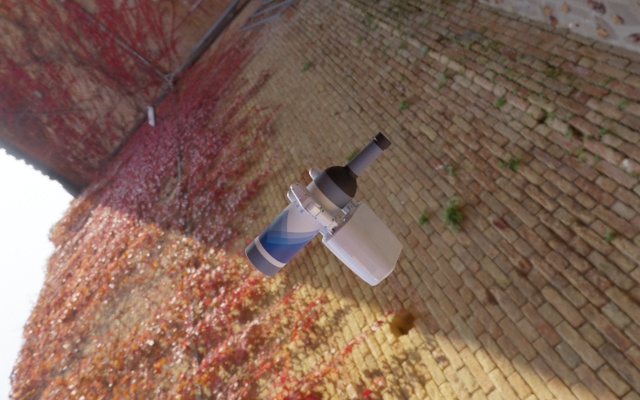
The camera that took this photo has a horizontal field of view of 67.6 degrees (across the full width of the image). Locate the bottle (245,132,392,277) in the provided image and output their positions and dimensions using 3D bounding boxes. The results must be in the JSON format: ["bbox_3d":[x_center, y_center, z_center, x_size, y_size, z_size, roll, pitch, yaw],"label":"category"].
[{"bbox_3d":[0.000,0.003,0.779,0.296,0.069,0.069,-45,-11,12],"label":"bottle"}]
